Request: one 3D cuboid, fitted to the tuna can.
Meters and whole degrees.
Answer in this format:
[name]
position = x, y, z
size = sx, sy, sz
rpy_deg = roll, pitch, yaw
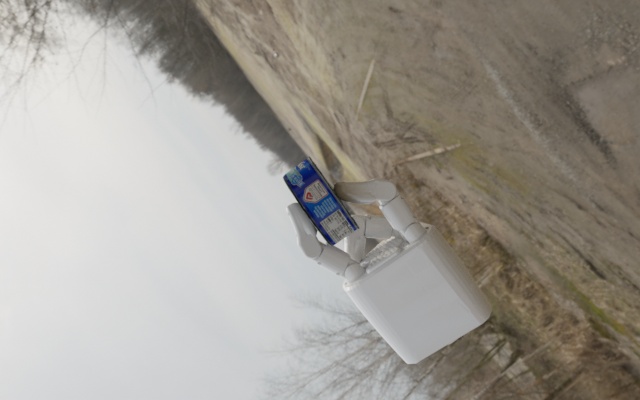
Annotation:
[tuna can]
position = 0.000, 0.002, 0.466
size = 0.034, 0.086, 0.086
rpy_deg = -35, -1, 1
